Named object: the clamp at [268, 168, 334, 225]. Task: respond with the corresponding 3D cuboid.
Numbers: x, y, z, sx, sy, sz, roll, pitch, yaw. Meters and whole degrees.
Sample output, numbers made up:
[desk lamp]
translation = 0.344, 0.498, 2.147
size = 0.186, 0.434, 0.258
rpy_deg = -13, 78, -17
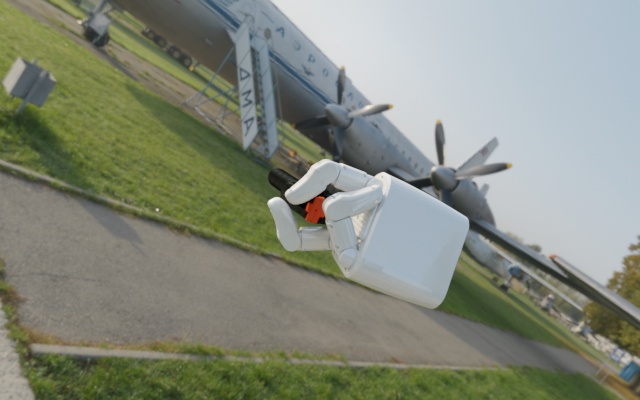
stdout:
[clamp]
translation = 0.000, 0.001, 0.570
size = 0.120, 0.039, 0.171
rpy_deg = 16, 11, -14
